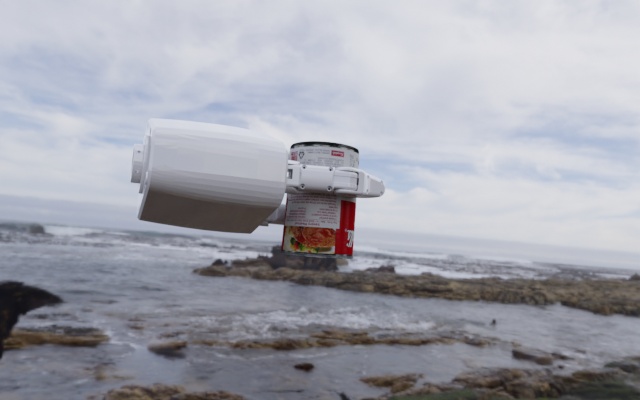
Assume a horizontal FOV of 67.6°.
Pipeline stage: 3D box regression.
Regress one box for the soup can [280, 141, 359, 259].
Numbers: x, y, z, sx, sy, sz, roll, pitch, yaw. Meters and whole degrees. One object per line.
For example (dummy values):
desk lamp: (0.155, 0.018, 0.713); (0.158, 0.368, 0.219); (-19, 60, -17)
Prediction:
soup can: (0.001, 0.001, 0.447); (0.068, 0.102, 0.068); (4, -5, 0)
